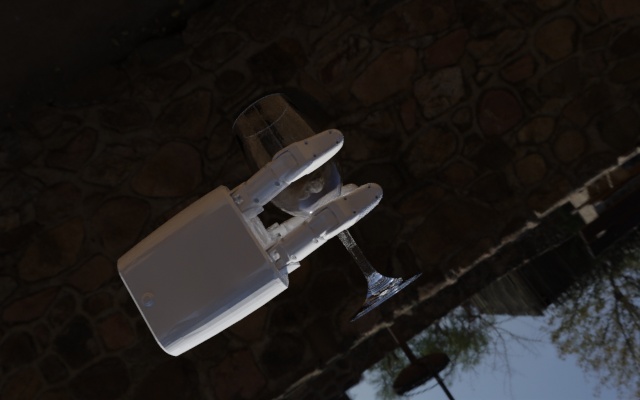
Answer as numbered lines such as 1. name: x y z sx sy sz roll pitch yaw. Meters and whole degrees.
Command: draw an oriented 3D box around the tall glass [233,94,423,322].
1. tall glass: 0.001 0.002 0.422 0.079 0.201 0.079 -33 -12 -8
